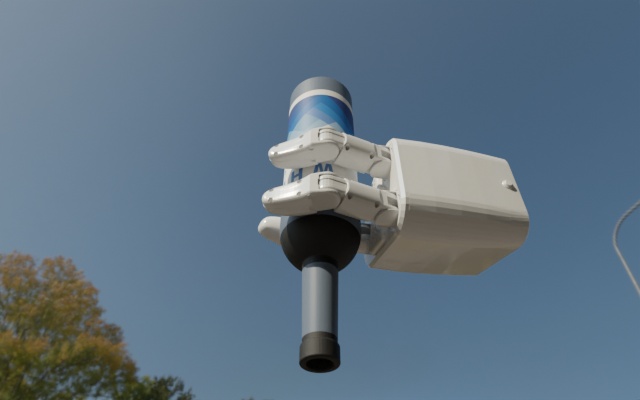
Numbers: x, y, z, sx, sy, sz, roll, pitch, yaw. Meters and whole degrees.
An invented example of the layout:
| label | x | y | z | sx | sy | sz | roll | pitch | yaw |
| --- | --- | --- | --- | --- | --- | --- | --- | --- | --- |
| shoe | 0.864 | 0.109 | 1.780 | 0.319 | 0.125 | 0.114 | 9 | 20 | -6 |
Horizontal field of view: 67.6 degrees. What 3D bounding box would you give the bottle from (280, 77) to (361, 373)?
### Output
| label | x | y | z | sx | sy | sz | roll | pitch | yaw |
| --- | --- | --- | --- | --- | --- | --- | --- | --- | --- |
| bottle | 0.000 | 0.001 | 0.414 | 0.069 | 0.295 | 0.069 | 0 | -44 | 0 |
